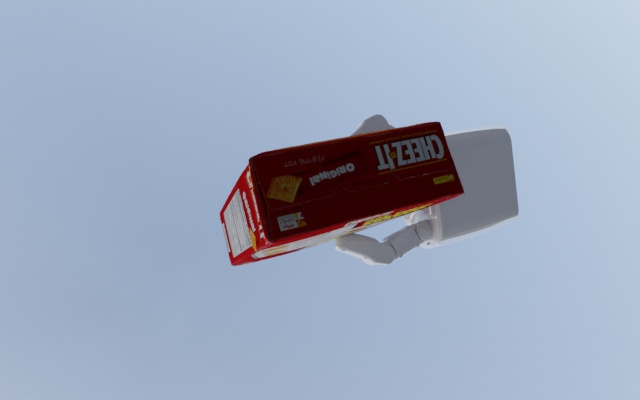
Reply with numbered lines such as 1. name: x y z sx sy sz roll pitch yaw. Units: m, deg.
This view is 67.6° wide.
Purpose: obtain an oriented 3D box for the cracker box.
1. cracker box: 0.000 0.002 0.449 0.164 0.072 0.214 -14 -7 -20
